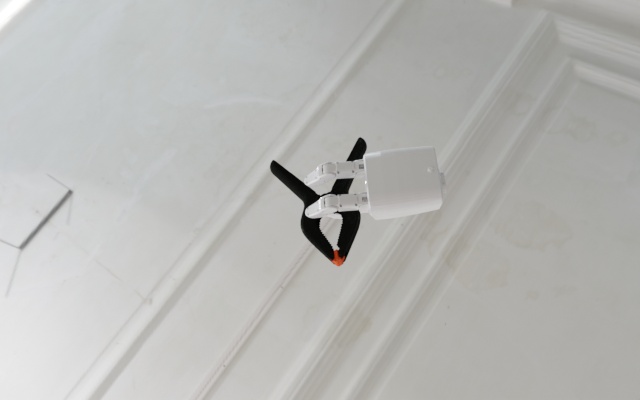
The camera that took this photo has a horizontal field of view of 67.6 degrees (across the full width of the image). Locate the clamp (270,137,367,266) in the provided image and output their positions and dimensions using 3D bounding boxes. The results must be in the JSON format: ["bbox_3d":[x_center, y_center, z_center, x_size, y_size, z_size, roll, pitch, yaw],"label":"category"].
[{"bbox_3d":[0.001,0.003,0.757,0.164,0.210,0.036,-8,-26,10],"label":"clamp"}]
